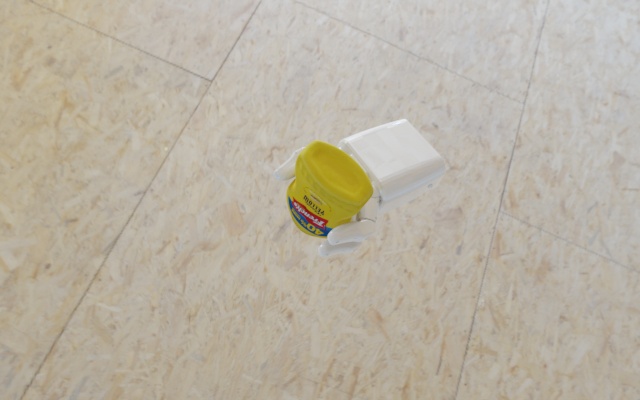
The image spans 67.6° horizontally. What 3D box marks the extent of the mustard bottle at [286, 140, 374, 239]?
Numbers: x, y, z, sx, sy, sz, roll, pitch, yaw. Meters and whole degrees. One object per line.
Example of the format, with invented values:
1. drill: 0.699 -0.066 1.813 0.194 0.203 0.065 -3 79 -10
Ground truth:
1. mustard bottle: 0.000 0.002 0.628 0.096 0.058 0.192 40 -25 5
